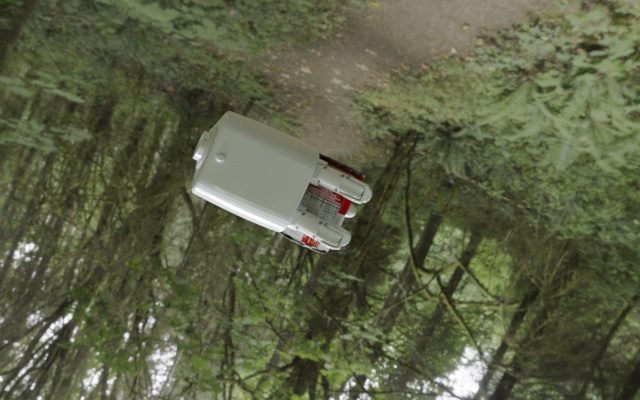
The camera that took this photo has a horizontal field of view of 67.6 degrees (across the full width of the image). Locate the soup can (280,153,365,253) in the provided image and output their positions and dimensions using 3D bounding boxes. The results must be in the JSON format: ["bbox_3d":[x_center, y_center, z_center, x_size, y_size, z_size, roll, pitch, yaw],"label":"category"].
[{"bbox_3d":[0.000,0.002,0.557,0.068,0.102,0.068,25,4,-2],"label":"soup can"}]
